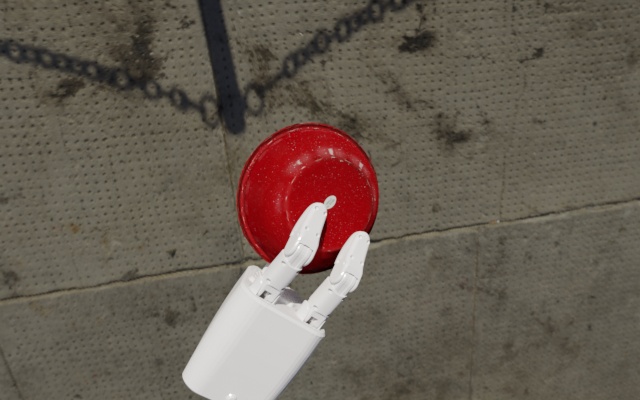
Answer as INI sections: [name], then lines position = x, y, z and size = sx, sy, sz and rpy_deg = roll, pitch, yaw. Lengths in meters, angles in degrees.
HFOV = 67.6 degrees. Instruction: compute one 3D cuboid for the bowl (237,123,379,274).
[bowl]
position = 0.001, 0.000, 0.484
size = 0.162, 0.162, 0.055
rpy_deg = 0, 6, -22
